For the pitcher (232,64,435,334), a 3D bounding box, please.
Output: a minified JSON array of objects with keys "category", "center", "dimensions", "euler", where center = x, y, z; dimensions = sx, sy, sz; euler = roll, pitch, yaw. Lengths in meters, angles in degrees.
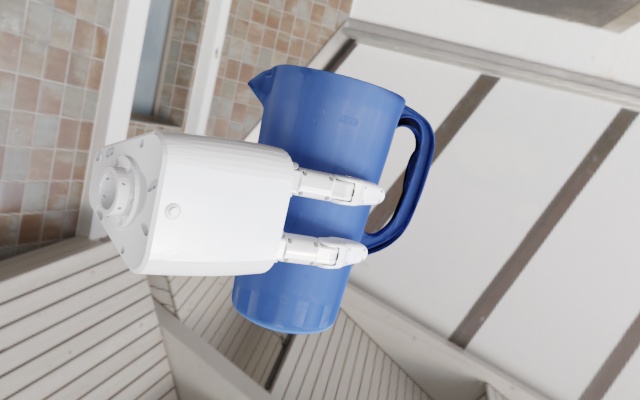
[{"category":"pitcher","center":[0.000,0.002,0.470],"dimensions":[0.149,0.243,0.145],"euler":[19,9,40]}]
